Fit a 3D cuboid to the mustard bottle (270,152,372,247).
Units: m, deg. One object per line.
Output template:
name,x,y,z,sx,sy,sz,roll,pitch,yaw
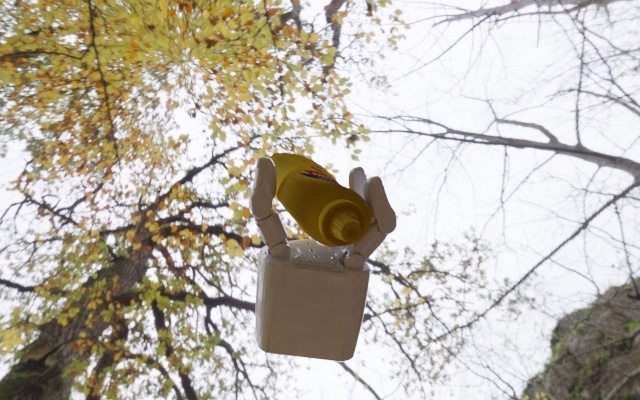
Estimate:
mustard bottle,0.000,0.001,0.484,0.096,0.058,0.191,28,7,-21
